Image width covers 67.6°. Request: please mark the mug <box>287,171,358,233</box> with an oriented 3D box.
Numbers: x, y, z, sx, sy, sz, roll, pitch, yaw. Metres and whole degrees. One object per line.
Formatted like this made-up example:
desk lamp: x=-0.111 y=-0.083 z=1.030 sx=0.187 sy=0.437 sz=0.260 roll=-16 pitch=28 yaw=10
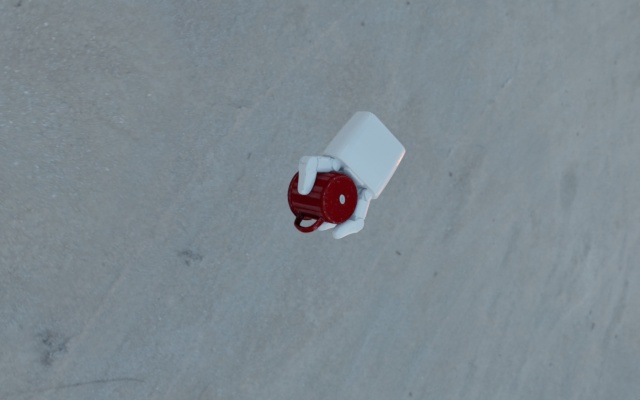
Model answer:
mug: x=-0.001 y=0.004 z=0.779 sx=0.081 sy=0.117 sz=0.093 roll=11 pitch=-30 yaw=47
